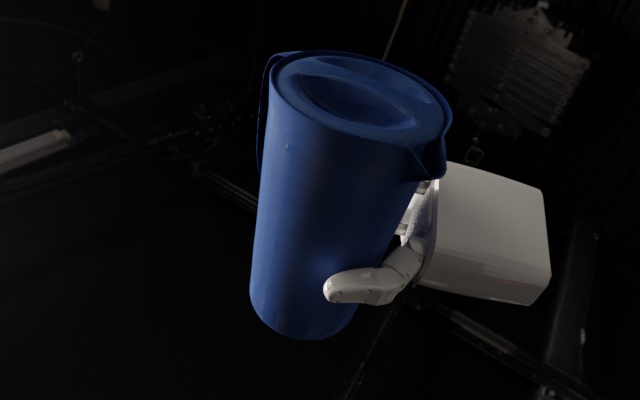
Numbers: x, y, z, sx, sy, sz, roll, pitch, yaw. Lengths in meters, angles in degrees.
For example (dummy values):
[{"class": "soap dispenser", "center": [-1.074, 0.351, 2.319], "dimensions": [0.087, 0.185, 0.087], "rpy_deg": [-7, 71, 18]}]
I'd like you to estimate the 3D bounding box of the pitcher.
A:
[{"class": "pitcher", "center": [0.000, 0.001, 0.415], "dimensions": [0.145, 0.243, 0.149], "rpy_deg": [13, 38, -4]}]
